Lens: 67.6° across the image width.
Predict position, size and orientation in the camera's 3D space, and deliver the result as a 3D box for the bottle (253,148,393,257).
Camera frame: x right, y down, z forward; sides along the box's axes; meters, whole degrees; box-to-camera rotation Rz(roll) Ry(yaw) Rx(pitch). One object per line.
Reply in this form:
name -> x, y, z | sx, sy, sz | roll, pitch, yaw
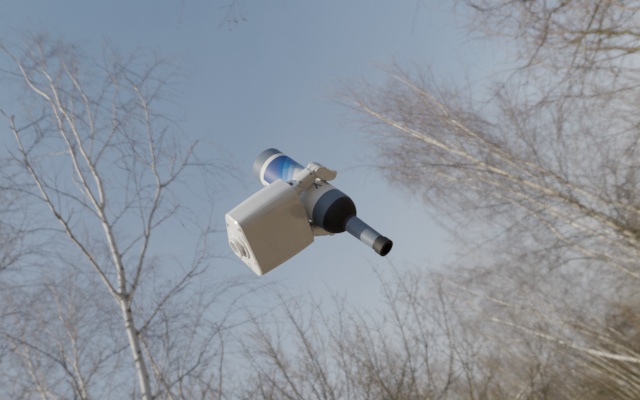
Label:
bottle -> 0.000, 0.002, 0.778 | 0.069, 0.069, 0.295 | 0, 27, -47
